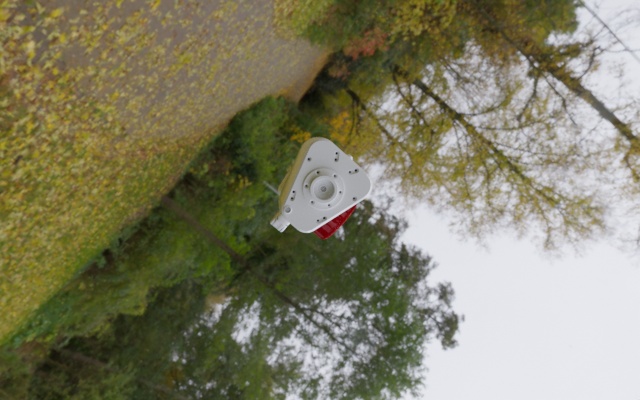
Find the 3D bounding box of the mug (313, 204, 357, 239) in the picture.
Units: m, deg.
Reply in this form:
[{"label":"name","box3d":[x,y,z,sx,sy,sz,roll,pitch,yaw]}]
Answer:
[{"label":"mug","box3d":[0.000,0.002,0.730,0.081,0.093,0.117,42,2,-6]}]
